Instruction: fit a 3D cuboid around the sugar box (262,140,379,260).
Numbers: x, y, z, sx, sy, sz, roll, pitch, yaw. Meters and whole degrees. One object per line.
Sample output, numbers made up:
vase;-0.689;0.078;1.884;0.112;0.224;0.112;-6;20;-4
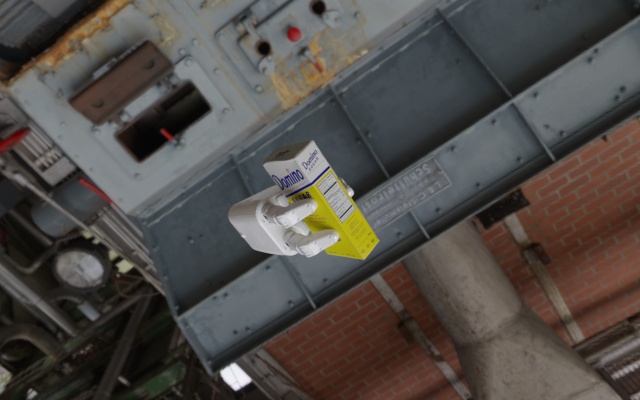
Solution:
sugar box;0.000;0.003;0.663;0.048;0.176;0.093;-48;24;-25
